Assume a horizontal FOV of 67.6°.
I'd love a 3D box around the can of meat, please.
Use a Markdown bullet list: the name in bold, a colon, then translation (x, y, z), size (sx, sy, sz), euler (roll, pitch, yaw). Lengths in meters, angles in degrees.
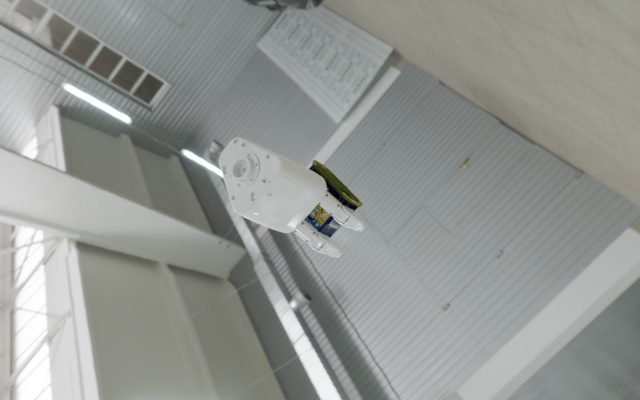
- **can of meat**: translation (0.000, 0.003, 0.737), size (0.102, 0.084, 0.057), euler (47, 12, 29)
